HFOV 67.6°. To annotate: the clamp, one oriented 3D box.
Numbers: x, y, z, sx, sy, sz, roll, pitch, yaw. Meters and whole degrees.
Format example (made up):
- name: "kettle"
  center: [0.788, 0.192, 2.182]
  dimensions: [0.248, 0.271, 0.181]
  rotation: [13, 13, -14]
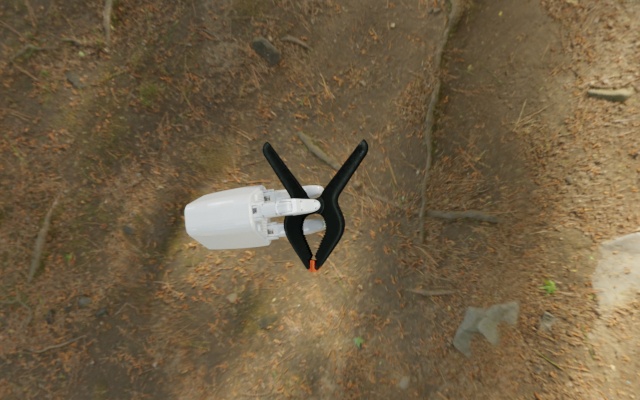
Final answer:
- name: "clamp"
  center: [0.000, 0.003, 0.730]
  dimensions: [0.164, 0.210, 0.036]
  rotation: [-7, -5, 10]
